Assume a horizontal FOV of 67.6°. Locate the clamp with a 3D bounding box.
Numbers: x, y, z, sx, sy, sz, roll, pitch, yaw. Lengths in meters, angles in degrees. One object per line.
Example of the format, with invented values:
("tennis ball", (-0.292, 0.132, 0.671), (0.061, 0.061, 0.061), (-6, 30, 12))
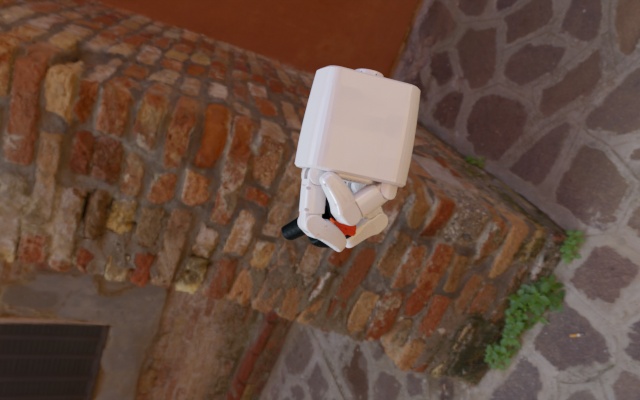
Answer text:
("clamp", (0.000, 0.002, 0.600), (0.039, 0.120, 0.171), (10, 1, -27))
